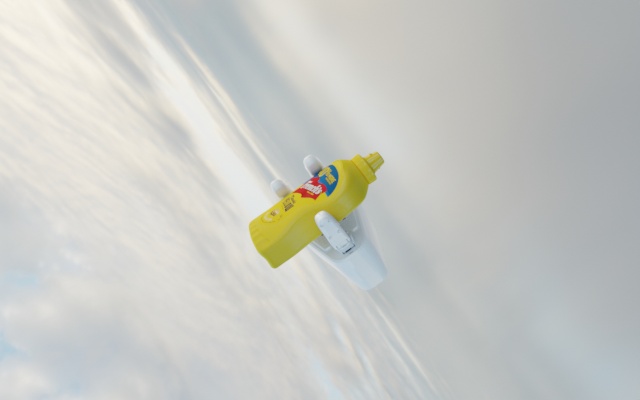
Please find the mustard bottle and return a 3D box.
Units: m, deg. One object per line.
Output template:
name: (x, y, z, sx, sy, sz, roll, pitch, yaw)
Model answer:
mustard bottle: (0.000, 0.002, 0.608, 0.191, 0.058, 0.096, -36, 23, 2)
